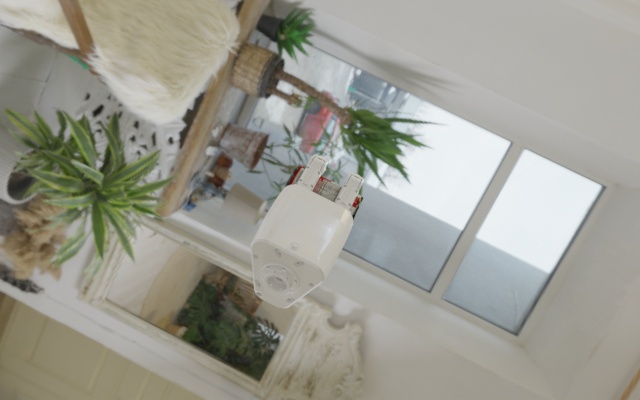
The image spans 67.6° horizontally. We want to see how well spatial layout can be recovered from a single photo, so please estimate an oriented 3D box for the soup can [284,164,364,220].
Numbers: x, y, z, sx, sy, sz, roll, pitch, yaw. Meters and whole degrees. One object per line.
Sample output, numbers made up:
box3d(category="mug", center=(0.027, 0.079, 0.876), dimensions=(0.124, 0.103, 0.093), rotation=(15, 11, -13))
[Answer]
box3d(category="soup can", center=(0.000, 0.002, 0.664), dimensions=(0.102, 0.068, 0.068), rotation=(26, 1, 2))
